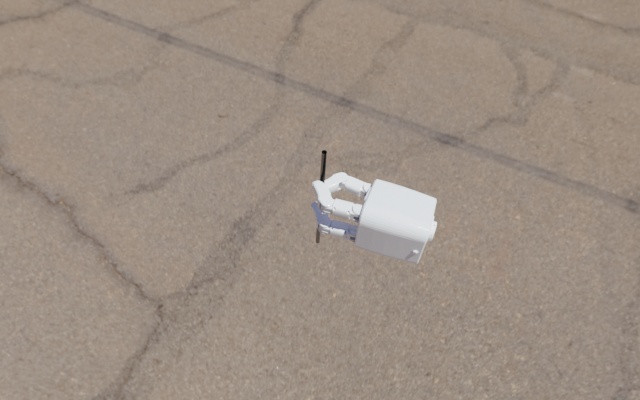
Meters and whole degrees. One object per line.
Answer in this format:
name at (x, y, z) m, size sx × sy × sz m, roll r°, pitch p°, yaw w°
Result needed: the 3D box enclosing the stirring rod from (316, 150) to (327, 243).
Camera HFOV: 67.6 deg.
stirring rod at (0.000, 0.003, 0.807) m, size 0.011 × 0.011 × 0.240 m, roll 0°, pitch -39°, yaw -3°
